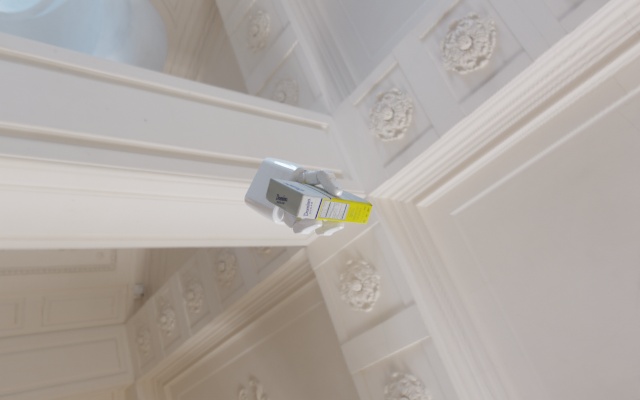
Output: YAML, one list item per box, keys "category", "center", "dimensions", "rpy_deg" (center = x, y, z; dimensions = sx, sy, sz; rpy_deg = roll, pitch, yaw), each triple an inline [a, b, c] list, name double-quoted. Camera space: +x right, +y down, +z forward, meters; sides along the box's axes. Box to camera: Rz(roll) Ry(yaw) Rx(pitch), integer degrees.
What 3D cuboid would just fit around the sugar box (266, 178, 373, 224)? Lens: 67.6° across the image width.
- category: "sugar box"
  center: [0.000, 0.003, 0.836]
  dimensions: [0.176, 0.048, 0.093]
  rpy_deg: [5, 16, -44]
